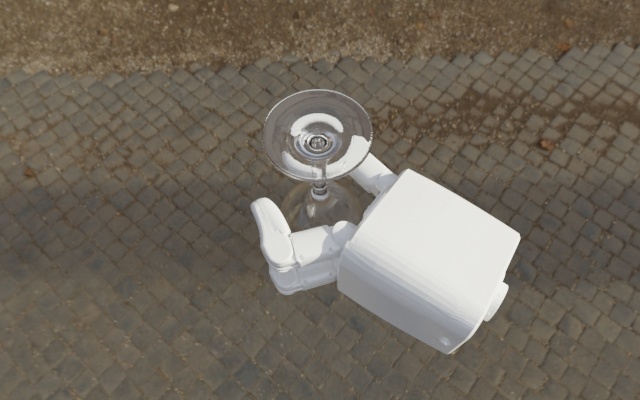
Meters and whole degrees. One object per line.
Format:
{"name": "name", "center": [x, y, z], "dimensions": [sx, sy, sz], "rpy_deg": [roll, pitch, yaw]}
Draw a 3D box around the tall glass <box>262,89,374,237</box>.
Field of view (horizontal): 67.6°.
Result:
{"name": "tall glass", "center": [0.000, 0.001, 0.403], "dimensions": [0.079, 0.079, 0.201], "rpy_deg": [0, -27, 1]}
